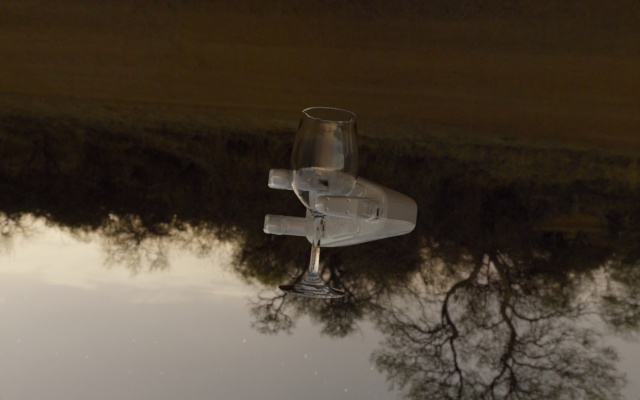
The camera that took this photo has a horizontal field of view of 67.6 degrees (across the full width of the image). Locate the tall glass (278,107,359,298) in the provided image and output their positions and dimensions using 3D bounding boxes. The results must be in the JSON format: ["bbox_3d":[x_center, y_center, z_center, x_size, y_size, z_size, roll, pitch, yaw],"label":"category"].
[{"bbox_3d":[0.000,0.002,0.533,0.079,0.201,0.079,6,-2,0],"label":"tall glass"}]
